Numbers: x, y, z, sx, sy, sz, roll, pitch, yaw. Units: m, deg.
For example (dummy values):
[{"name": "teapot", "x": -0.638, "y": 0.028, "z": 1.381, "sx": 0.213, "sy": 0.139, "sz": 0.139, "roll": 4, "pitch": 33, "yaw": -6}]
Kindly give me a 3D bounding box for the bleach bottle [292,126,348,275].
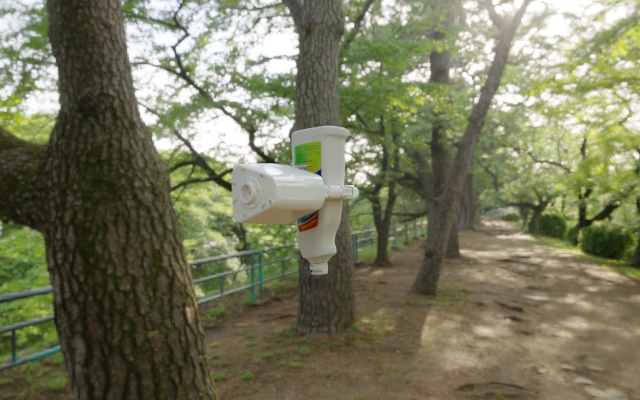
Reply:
[{"name": "bleach bottle", "x": 0.000, "y": 0.003, "z": 0.834, "sx": 0.102, "sy": 0.251, "sz": 0.068, "roll": -3, "pitch": -1, "yaw": 42}]
